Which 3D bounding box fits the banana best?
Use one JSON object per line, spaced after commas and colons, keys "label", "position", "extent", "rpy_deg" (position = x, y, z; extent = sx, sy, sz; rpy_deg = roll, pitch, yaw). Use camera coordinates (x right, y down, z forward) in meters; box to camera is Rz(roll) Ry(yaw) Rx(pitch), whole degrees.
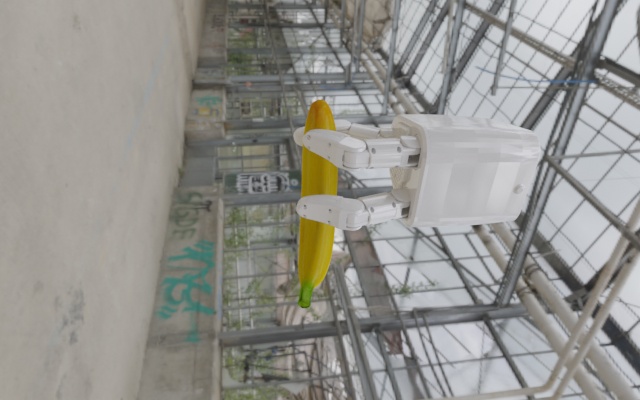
{"label": "banana", "position": [-0.001, 0.002, 0.473], "extent": [0.037, 0.198, 0.069], "rpy_deg": [2, 10, -4]}
